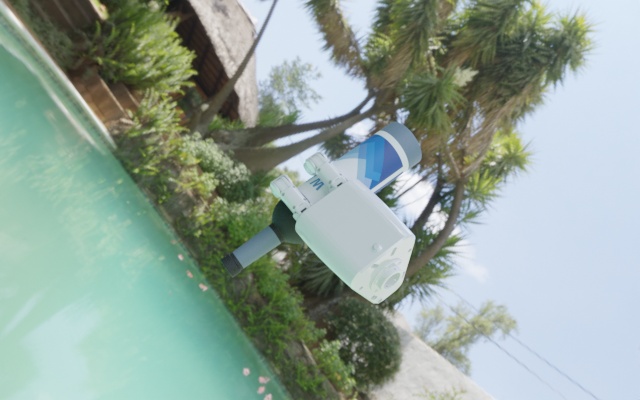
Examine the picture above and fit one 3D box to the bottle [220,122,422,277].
[{"bbox_3d":[0.000,0.002,0.625,0.295,0.069,0.069,-35,9,-13],"label":"bottle"}]
